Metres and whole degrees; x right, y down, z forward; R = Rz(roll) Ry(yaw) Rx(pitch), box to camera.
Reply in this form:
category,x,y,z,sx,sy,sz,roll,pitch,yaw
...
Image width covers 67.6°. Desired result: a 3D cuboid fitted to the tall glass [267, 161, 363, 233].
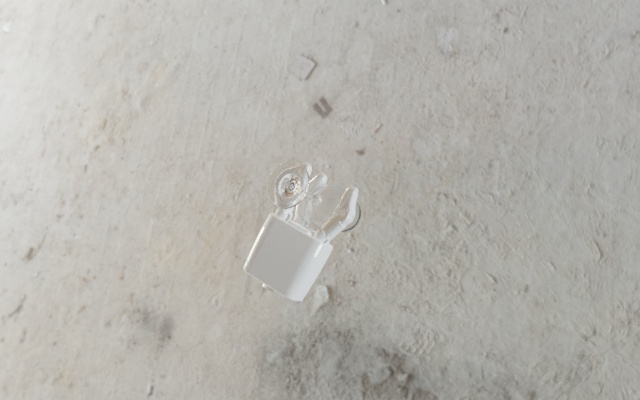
category,x,y,z,sx,sy,sz,roll,pitch,yaw
tall glass,0.000,0.002,0.784,0.079,0.079,0.201,0,-15,31
